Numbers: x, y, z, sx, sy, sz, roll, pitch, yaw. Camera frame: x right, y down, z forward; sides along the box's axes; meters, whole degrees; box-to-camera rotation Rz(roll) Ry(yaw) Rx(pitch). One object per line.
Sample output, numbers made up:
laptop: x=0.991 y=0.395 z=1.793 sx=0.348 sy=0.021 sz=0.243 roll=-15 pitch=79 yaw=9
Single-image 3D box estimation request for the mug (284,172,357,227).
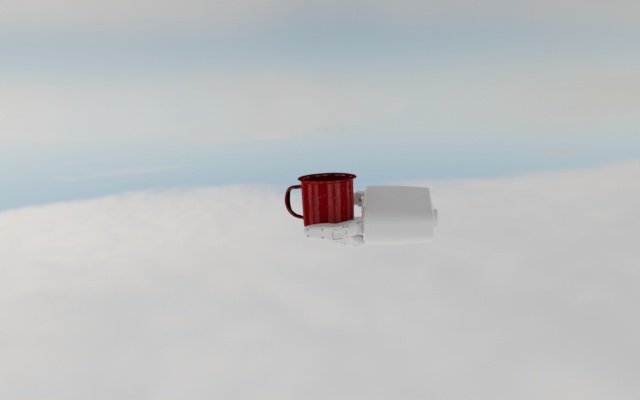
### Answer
mug: x=-0.001 y=0.003 z=0.757 sx=0.117 sy=0.081 sz=0.093 roll=-1 pitch=11 yaw=9
